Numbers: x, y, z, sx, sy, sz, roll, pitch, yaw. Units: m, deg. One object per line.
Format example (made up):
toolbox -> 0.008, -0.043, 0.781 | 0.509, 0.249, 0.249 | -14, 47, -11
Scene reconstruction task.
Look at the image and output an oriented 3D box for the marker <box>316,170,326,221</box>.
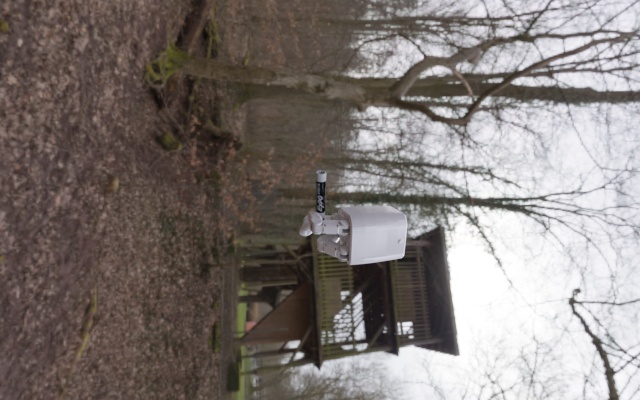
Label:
marker -> 0.000, 0.003, 0.881 | 0.020, 0.121, 0.020 | 1, 28, 0
